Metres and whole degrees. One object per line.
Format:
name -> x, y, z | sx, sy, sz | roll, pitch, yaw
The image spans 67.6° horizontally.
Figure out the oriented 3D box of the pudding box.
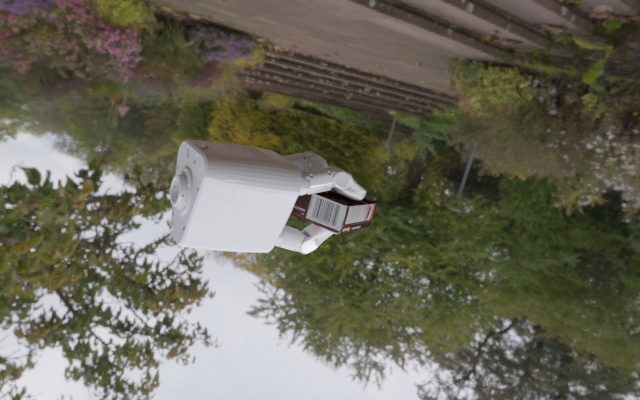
pudding box -> 0.000, 0.002, 0.587 | 0.113, 0.039, 0.090 | 23, 14, 25
